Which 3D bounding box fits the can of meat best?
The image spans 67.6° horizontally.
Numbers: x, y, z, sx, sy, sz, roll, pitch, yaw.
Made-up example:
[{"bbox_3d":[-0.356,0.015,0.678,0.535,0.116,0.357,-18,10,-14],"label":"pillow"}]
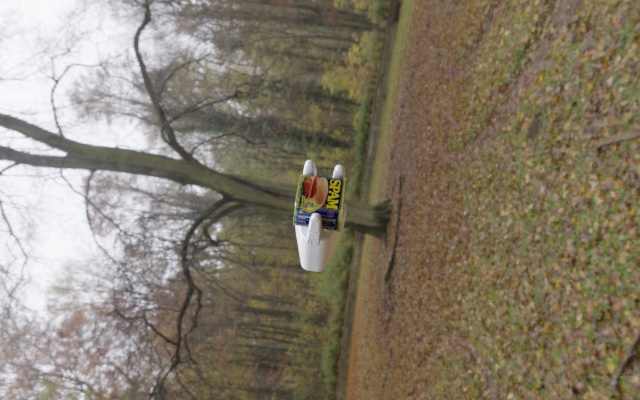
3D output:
[{"bbox_3d":[0.000,0.003,0.847,0.084,0.102,0.057,7,-40,2],"label":"can of meat"}]
